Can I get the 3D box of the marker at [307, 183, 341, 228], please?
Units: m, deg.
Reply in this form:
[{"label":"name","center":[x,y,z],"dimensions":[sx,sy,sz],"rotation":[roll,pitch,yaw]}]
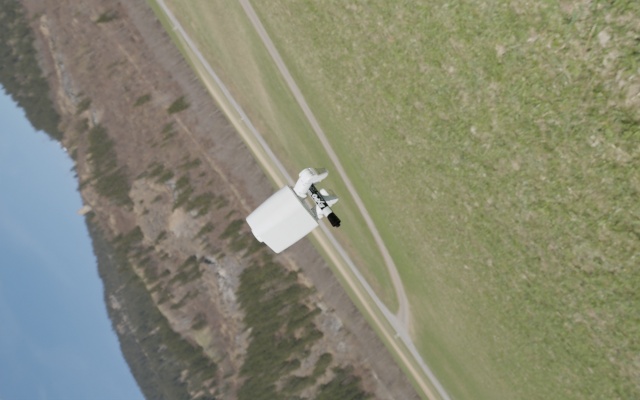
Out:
[{"label":"marker","center":[0.000,0.003,0.899],"dimensions":[0.020,0.121,0.020],"rotation":[-30,-24,-15]}]
